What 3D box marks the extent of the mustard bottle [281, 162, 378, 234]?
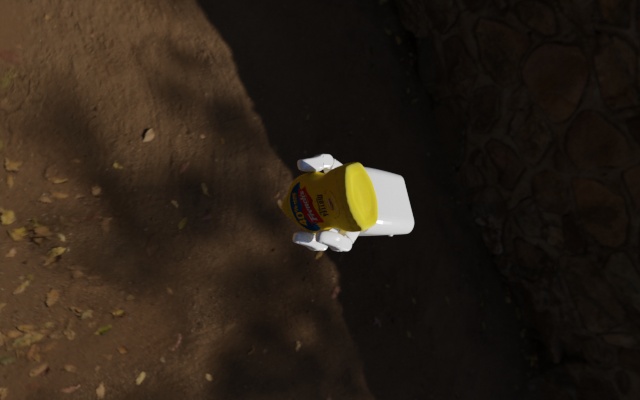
[{"bbox_3d":[0.000,0.002,0.731,0.058,0.096,0.191,-24,10,-37],"label":"mustard bottle"}]
